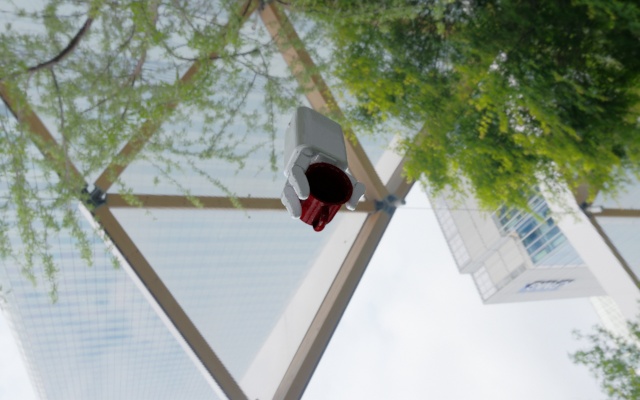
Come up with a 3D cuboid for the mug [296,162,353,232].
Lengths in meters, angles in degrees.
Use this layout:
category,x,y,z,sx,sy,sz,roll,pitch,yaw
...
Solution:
category,x,y,z,sx,sy,sz,roll,pitch,yaw
mug,0.000,0.004,0.841,0.093,0.117,0.081,10,-39,-17
